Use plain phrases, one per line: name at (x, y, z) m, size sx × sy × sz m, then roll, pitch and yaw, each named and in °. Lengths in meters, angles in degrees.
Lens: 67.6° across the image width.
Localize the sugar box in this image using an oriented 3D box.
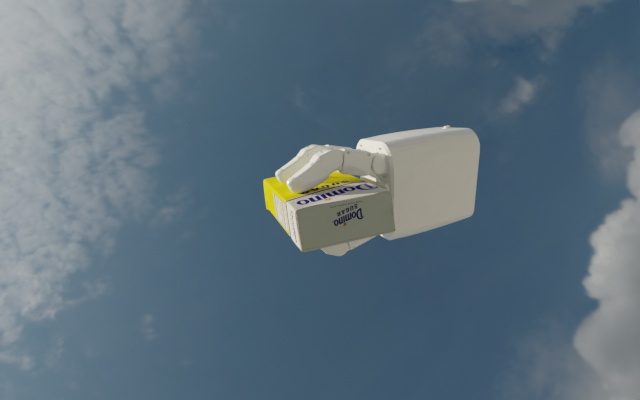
sugar box at (0.000, 0.001, 0.503) m, size 0.093 × 0.048 × 0.176 m, roll -12°, pitch 12°, yaw -14°
